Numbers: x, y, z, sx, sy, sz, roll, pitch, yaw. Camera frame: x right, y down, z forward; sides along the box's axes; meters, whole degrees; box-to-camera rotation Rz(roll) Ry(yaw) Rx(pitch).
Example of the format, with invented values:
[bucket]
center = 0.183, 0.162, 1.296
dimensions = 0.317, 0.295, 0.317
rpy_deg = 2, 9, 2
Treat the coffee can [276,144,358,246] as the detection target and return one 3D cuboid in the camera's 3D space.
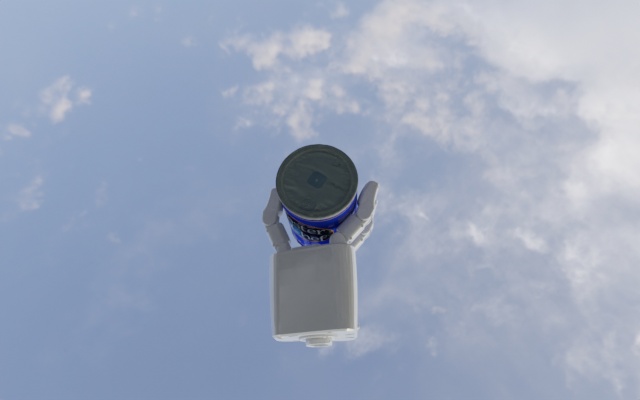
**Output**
[coffee can]
center = 0.000, 0.002, 0.651
dimensions = 0.103, 0.102, 0.140
rpy_deg = 0, -23, 4
